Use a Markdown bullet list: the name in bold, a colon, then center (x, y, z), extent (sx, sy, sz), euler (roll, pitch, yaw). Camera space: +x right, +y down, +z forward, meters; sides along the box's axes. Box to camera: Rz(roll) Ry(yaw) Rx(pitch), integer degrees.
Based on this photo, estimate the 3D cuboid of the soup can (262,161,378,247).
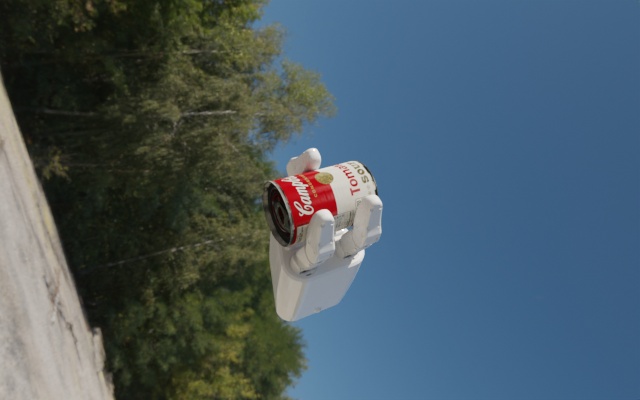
- **soup can**: center (0.000, 0.001, 0.493), extent (0.102, 0.068, 0.068), euler (-16, 7, -25)
